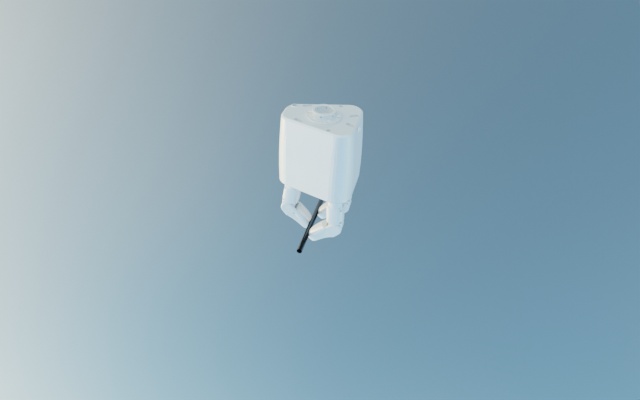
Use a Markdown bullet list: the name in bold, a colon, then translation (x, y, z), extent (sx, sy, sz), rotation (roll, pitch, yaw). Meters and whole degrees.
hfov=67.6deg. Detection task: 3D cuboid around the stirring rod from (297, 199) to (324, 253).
- **stirring rod**: translation (0.000, 0.002, 0.778), extent (0.011, 0.011, 0.239), rotation (0, 36, 18)
